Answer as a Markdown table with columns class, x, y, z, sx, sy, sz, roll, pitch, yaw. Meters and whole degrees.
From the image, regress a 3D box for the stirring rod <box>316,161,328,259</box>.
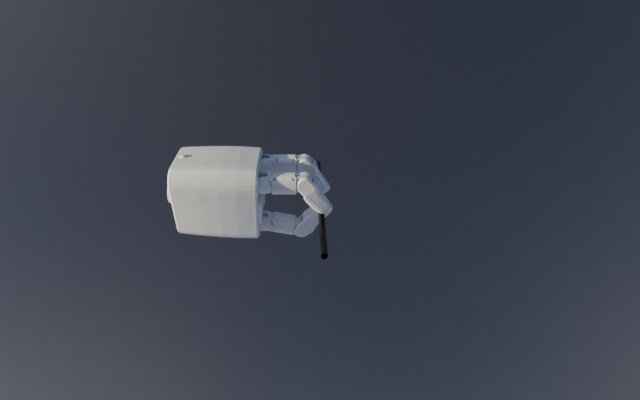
| class | x | y | z | sx | sy | sz | roll | pitch | yaw |
| --- | --- | --- | --- | --- | --- | --- | --- | --- | --- |
| stirring rod | 0.000 | 0.002 | 0.624 | 0.011 | 0.011 | 0.239 | 0 | 29 | -2 |
